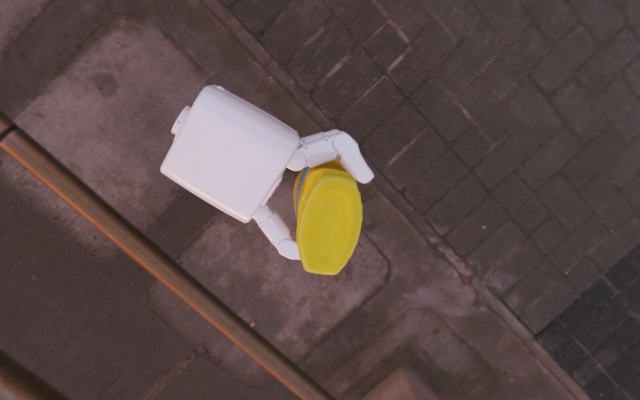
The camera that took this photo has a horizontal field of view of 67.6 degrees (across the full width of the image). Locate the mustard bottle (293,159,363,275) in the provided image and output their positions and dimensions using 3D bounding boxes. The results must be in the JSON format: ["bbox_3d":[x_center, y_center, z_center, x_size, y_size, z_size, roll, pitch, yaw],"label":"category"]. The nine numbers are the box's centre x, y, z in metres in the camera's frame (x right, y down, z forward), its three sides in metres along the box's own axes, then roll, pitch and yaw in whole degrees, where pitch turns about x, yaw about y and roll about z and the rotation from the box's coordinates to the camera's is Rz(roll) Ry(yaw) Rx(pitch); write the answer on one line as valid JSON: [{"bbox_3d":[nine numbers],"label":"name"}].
[{"bbox_3d":[0.000,0.002,0.518,0.058,0.096,0.191,7,13,-7],"label":"mustard bottle"}]
